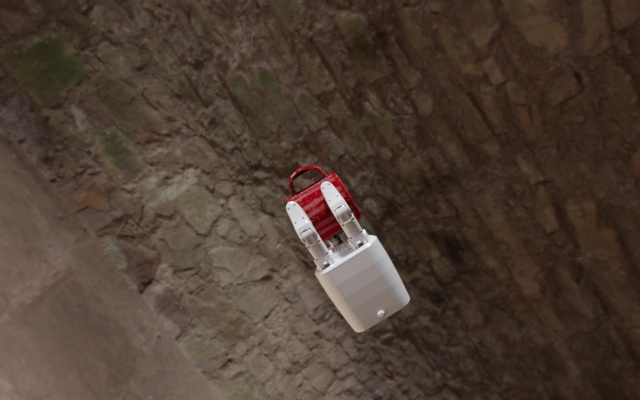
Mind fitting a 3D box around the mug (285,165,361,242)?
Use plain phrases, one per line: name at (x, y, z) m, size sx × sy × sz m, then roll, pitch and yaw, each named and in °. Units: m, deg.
mug at (0.000, 0.001, 0.702) m, size 0.081 × 0.117 × 0.093 m, roll -31°, pitch 10°, yaw -1°
